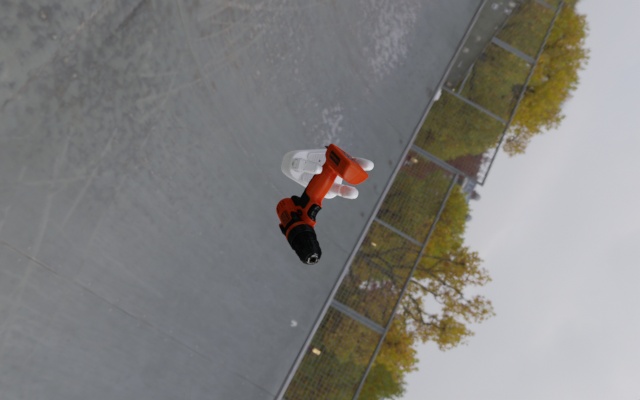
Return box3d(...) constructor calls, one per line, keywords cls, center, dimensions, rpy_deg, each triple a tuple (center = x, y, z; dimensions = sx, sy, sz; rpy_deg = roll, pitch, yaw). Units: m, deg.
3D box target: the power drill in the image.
box3d(cls="power drill", center=(0.000, 0.002, 0.852), dimensions=(0.057, 0.188, 0.184), rpy_deg=(31, 15, -35))
